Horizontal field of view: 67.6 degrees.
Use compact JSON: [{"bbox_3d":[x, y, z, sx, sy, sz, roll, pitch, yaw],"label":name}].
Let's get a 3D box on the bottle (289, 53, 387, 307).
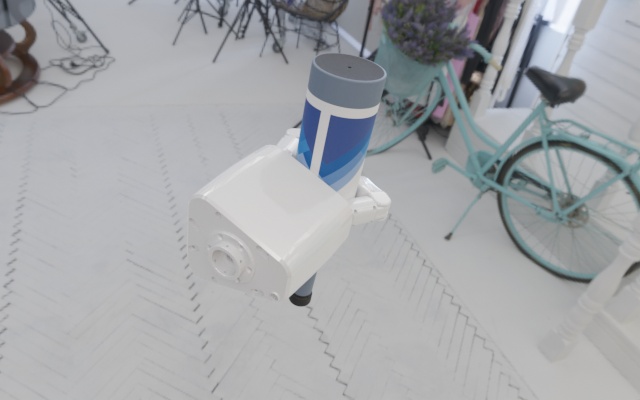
[{"bbox_3d":[0.000,0.001,0.499,0.069,0.296,0.069,8,35,-6],"label":"bottle"}]
